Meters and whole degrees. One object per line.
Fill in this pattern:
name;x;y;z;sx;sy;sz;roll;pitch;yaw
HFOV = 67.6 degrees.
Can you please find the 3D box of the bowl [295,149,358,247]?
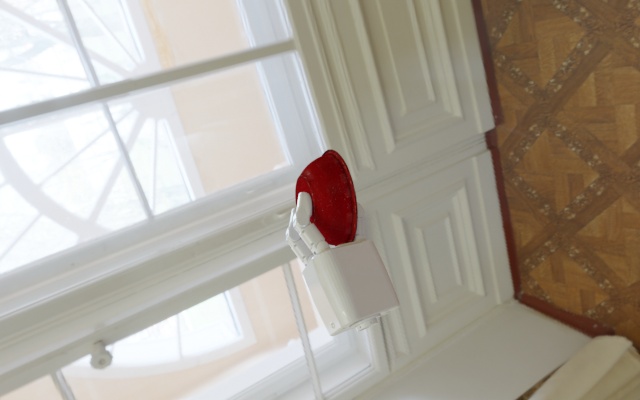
bowl;-0.001;0.002;0.752;0.055;0.162;0.162;-8;3;-20
